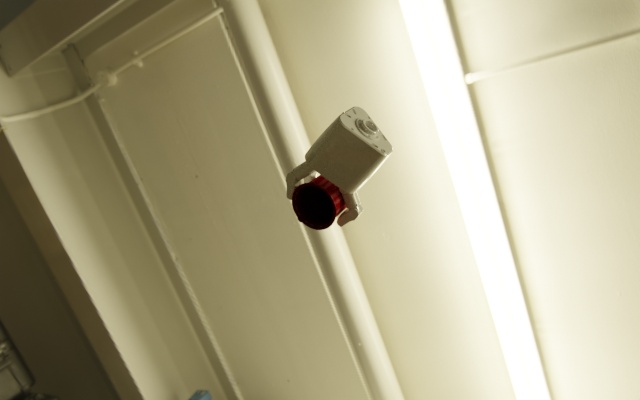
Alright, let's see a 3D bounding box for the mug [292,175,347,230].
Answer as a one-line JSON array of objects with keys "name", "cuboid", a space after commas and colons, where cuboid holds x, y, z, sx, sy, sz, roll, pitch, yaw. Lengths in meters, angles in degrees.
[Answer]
[{"name": "mug", "cuboid": [-0.001, 0.004, 0.897, 0.117, 0.093, 0.081, -45, -4, 38]}]
